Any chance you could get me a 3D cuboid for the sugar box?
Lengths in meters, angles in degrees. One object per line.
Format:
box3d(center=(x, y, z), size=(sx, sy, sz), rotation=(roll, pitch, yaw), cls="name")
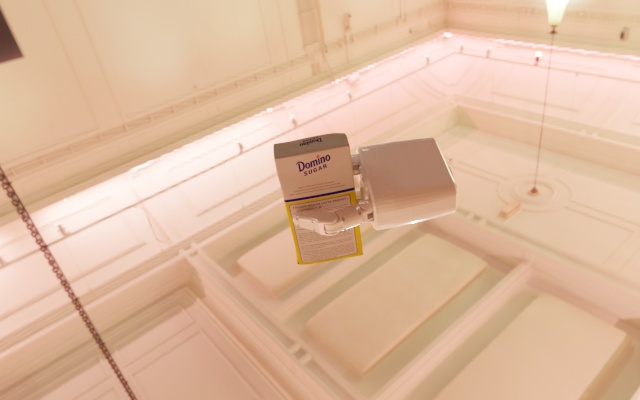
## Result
box3d(center=(0.000, 0.002, 0.624), size=(0.093, 0.176, 0.048), rotation=(-10, 33, -1), cls="sugar box")
